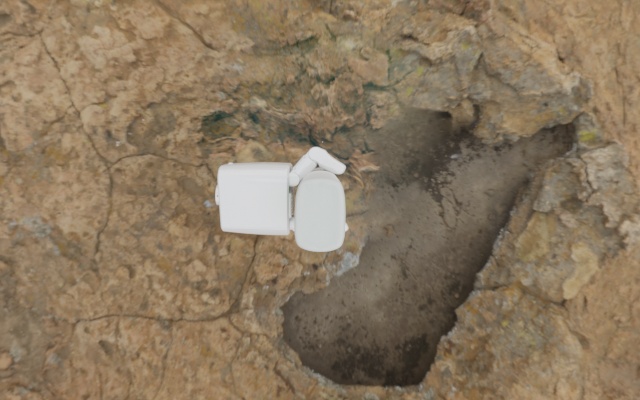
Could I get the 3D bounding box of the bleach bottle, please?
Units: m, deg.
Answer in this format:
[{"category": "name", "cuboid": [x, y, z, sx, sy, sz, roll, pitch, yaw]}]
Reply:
[{"category": "bleach bottle", "cuboid": [0.000, 0.002, 0.744, 0.068, 0.102, 0.251, 1, 7, 0]}]
